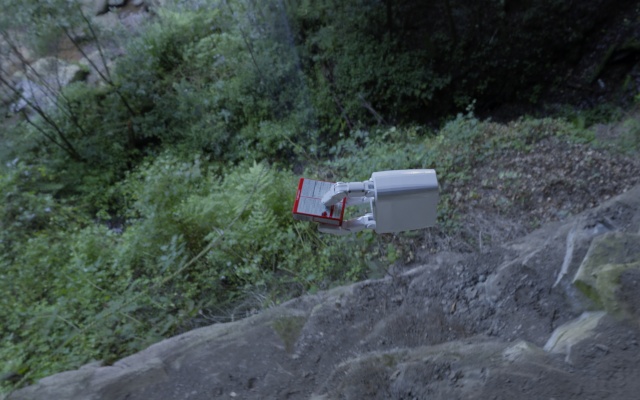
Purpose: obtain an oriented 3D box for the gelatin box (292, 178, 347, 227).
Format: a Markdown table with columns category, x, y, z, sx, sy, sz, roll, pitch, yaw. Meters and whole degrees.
| category | x | y | z | sx | sy | sz | roll | pitch | yaw |
| --- | --- | --- | --- | --- | --- | --- | --- | --- | --- |
| gelatin box | 0.000 | 0.003 | 0.849 | 0.089 | 0.073 | 0.030 | 9 | -27 | 4 |
